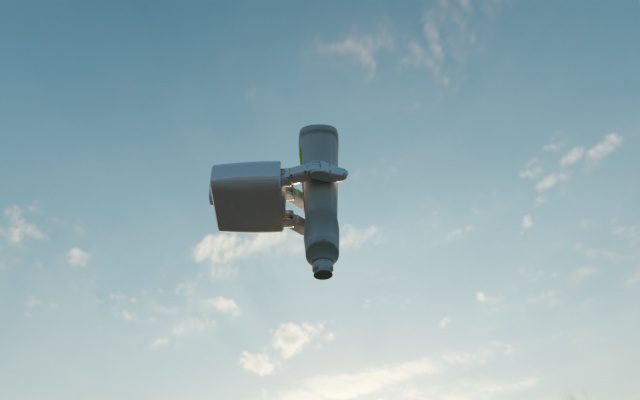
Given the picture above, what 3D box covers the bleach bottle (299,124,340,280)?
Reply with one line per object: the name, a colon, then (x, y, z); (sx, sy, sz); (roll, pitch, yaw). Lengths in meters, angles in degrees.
bleach bottle: (0.000, 0.002, 0.749); (0.068, 0.250, 0.103); (-1, -38, -1)
